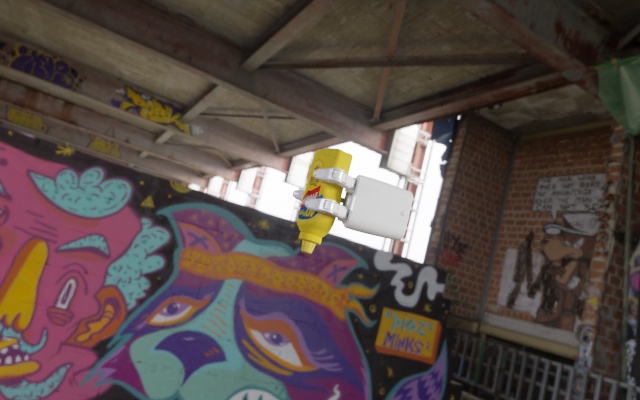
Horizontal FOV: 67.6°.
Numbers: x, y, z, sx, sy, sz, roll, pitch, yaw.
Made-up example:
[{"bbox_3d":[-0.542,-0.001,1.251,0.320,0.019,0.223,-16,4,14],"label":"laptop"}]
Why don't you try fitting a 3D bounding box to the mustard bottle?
[{"bbox_3d":[0.000,0.003,0.874,0.058,0.191,0.096,21,-11,-30],"label":"mustard bottle"}]
